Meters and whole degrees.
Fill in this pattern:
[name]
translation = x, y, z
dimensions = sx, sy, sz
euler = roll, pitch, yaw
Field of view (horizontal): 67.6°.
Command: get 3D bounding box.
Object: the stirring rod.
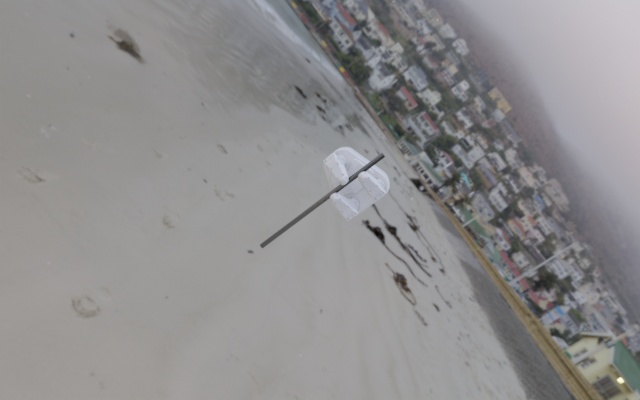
[stirring rod]
translation = 0.000, 0.002, 0.738
dimensions = 0.239, 0.011, 0.011
euler = -37, -9, 12
